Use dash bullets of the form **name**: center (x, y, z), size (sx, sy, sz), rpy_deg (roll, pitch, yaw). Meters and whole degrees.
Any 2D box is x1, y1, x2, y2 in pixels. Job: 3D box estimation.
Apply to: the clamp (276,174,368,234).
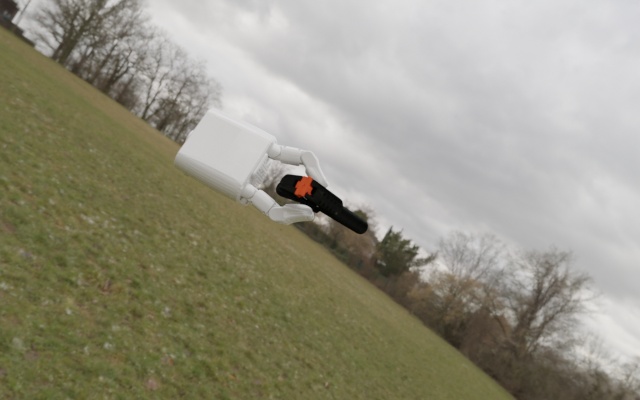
- **clamp**: center (0.000, 0.001, 0.696), size (0.164, 0.036, 0.210), rpy_deg (25, -5, 3)
